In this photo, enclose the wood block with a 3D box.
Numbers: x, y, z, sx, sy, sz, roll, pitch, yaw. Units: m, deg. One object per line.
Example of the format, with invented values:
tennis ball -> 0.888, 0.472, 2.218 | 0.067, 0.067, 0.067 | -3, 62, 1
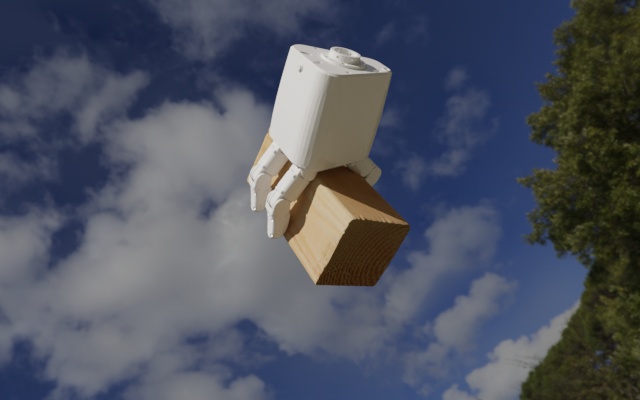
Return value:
wood block -> 0.000, 0.002, 0.578 | 0.091, 0.090, 0.206 | 9, 29, -37
